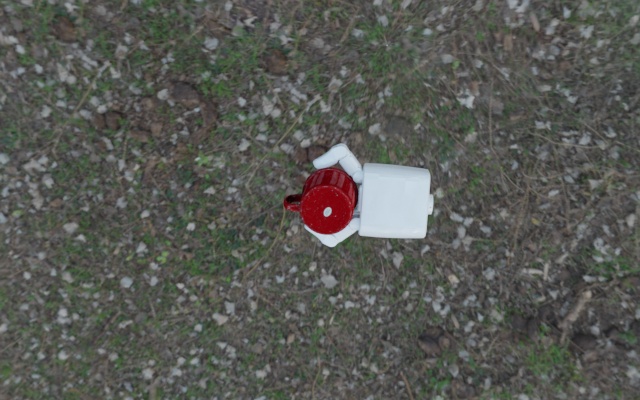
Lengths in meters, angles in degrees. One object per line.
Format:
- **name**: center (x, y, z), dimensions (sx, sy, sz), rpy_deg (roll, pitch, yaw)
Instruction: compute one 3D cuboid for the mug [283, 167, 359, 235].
- **mug**: center (-0.001, 0.002, 0.743), dimensions (0.117, 0.093, 0.081), rpy_deg (2, 18, 5)
